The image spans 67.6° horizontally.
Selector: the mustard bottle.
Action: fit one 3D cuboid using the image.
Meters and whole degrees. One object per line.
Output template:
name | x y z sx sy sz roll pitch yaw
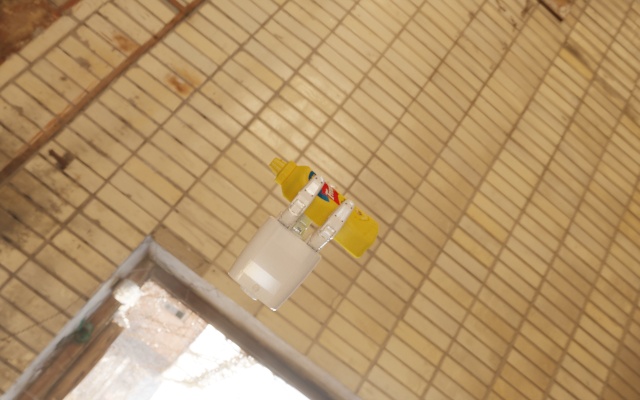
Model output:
mustard bottle | 0.001 0.002 0.728 0.191 0.058 0.096 39 20 -4
